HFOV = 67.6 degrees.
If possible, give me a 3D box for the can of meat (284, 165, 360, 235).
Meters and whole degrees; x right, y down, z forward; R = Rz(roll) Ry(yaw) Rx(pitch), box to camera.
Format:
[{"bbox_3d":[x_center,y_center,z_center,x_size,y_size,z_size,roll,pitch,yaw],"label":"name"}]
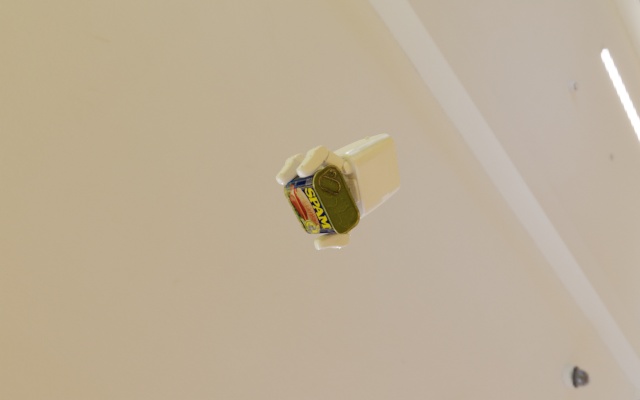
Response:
[{"bbox_3d":[0.000,0.003,0.731,0.057,0.102,0.084,-36,17,-35],"label":"can of meat"}]
